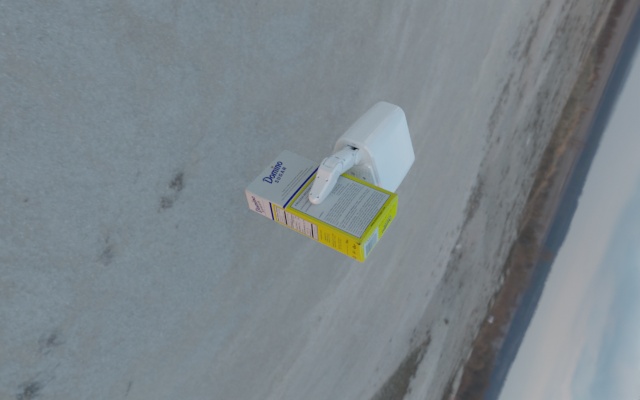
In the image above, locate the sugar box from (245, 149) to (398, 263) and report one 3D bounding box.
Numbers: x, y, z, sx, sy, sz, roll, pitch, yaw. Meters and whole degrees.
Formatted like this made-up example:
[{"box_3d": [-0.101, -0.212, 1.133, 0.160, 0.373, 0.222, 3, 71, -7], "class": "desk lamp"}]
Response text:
[{"box_3d": [0.000, 0.002, 0.617, 0.176, 0.048, 0.093, 23, 53, 26], "class": "sugar box"}]
